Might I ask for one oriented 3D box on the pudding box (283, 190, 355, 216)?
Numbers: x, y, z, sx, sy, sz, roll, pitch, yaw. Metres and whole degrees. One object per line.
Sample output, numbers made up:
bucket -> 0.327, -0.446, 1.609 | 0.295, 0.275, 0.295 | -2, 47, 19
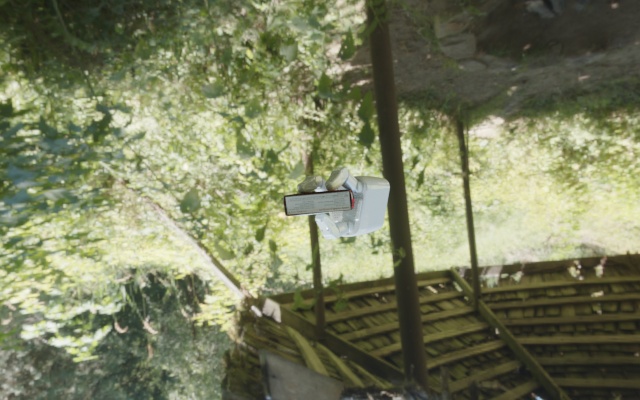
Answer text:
pudding box -> 0.000, 0.003, 0.812 | 0.113, 0.039, 0.090 | -7, 0, 6
